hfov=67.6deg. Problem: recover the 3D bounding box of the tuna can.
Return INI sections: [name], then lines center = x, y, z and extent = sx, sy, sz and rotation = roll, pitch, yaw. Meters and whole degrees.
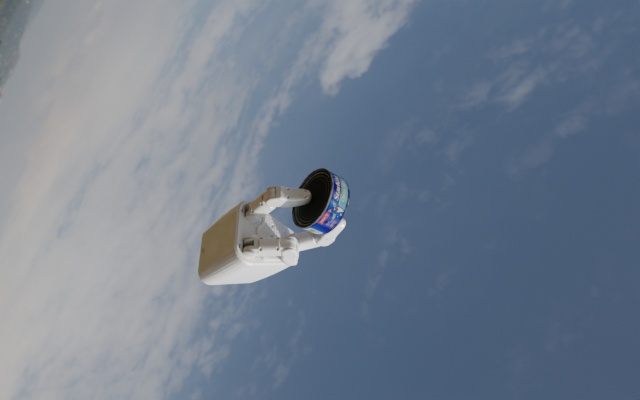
[tuna can]
center = 0.001, 0.002, 0.643
extent = 0.034, 0.086, 0.086
rotation = 25, -14, -31
